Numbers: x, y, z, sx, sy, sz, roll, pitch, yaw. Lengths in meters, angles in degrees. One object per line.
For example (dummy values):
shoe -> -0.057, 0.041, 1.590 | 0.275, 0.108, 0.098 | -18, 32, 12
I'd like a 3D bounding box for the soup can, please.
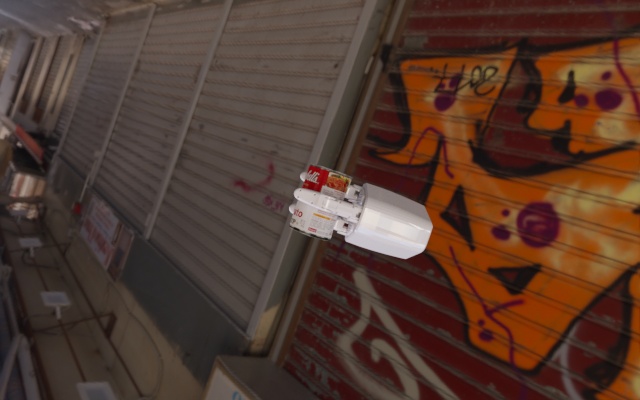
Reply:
soup can -> 0.000, 0.002, 0.722 | 0.068, 0.102, 0.068 | 19, 2, -1
